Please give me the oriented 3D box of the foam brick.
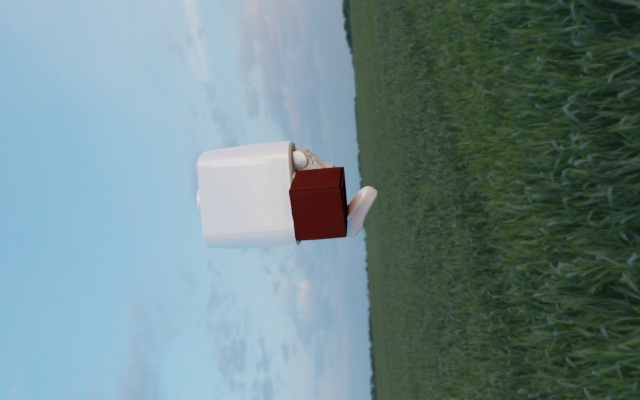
[{"bbox_3d":[0.000,0.002,0.483,0.051,0.053,0.078,-4,18,5],"label":"foam brick"}]
